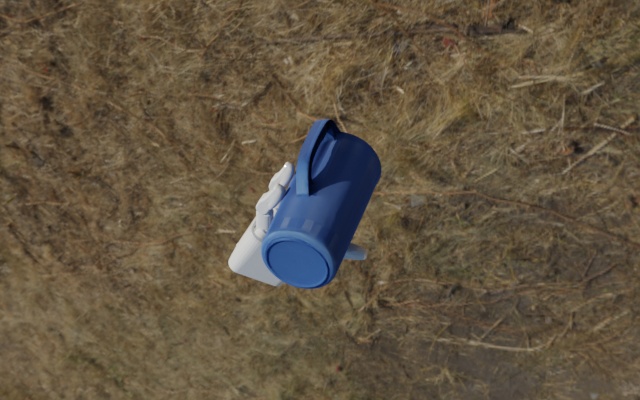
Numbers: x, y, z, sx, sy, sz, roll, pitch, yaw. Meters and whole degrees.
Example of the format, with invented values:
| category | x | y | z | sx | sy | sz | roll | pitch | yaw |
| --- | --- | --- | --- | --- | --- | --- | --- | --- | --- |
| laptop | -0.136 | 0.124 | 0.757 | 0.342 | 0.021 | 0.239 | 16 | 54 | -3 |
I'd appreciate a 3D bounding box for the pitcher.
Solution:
| category | x | y | z | sx | sy | sz | roll | pitch | yaw |
| --- | --- | --- | --- | --- | --- | --- | --- | --- | --- |
| pitcher | 0.000 | 0.002 | 0.712 | 0.149 | 0.242 | 0.145 | 35 | -49 | -8 |
